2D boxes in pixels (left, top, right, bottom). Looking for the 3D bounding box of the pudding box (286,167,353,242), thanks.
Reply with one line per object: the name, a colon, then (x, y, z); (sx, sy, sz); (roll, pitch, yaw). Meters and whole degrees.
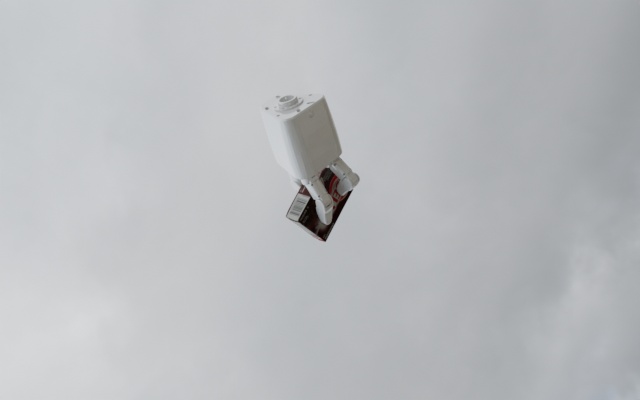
pudding box: (0.000, 0.003, 0.831); (0.039, 0.113, 0.090); (21, -13, 43)
